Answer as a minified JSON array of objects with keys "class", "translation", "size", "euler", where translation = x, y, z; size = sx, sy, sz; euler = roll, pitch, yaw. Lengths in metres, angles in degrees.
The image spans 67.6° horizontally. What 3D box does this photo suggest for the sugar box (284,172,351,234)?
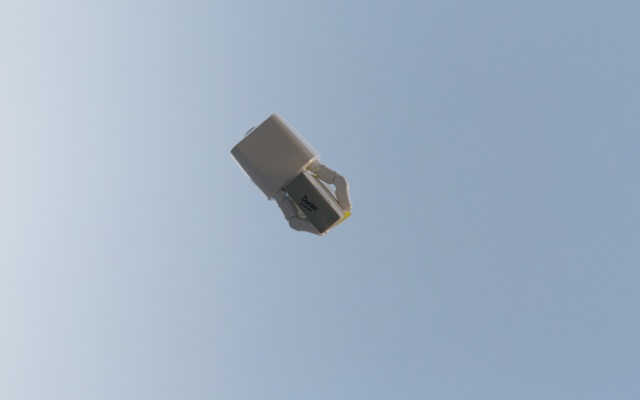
[{"class":"sugar box","translation":[0.000,0.003,0.790],"size":[0.048,0.093,0.176],"euler":[-41,-6,10]}]
